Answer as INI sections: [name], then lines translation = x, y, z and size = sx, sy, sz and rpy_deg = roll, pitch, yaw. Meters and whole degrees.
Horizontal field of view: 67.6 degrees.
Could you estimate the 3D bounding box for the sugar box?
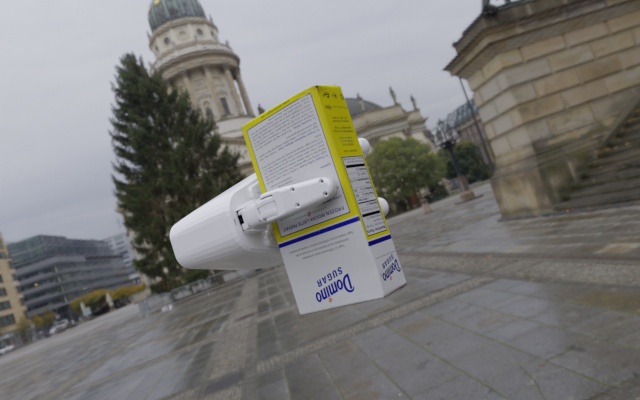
[sugar box]
translation = 0.000, 0.001, 0.407
size = 0.093, 0.176, 0.048
rpy_deg = -21, -3, 38
